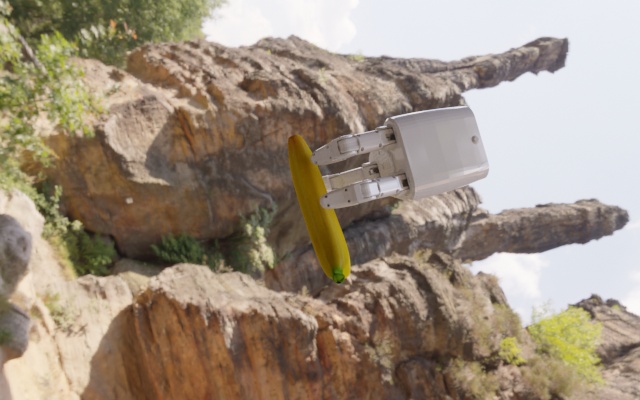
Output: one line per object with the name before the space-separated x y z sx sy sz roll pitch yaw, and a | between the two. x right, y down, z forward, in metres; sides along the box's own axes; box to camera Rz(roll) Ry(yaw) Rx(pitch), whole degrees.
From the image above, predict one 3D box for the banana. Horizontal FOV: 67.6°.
banana | 0.000 0.014 0.556 0.037 0.197 0.070 -14 -30 -11
